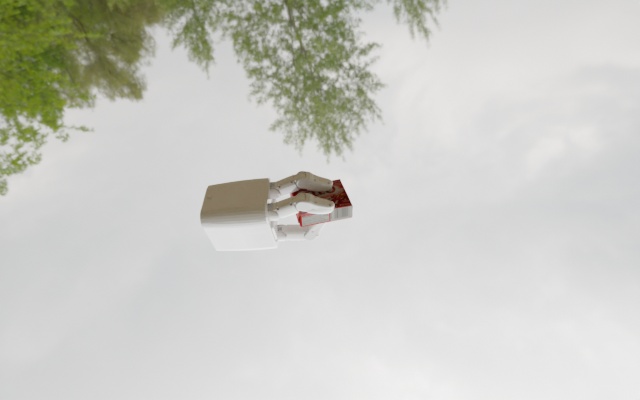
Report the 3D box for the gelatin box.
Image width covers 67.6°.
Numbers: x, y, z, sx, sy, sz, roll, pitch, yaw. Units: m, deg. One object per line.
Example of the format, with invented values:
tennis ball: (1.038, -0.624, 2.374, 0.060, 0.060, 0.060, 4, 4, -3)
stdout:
gelatin box: (0.000, 0.003, 0.777, 0.089, 0.030, 0.073, -10, 39, -10)
